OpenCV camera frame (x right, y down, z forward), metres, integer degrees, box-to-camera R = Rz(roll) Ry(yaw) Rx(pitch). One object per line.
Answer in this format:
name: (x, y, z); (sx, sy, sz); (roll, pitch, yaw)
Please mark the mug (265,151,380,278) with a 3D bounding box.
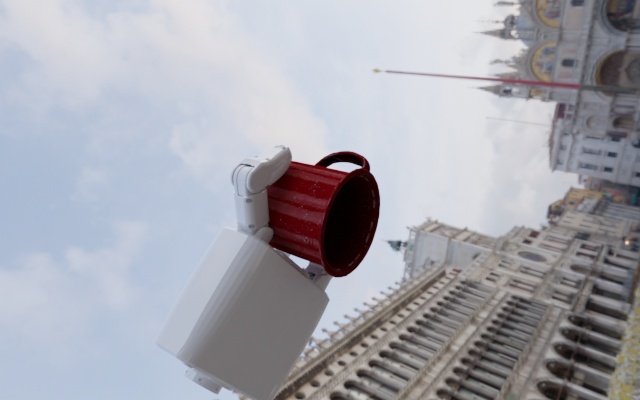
mug: (0.001, 0.000, 0.422); (0.081, 0.117, 0.093); (15, -27, 33)
